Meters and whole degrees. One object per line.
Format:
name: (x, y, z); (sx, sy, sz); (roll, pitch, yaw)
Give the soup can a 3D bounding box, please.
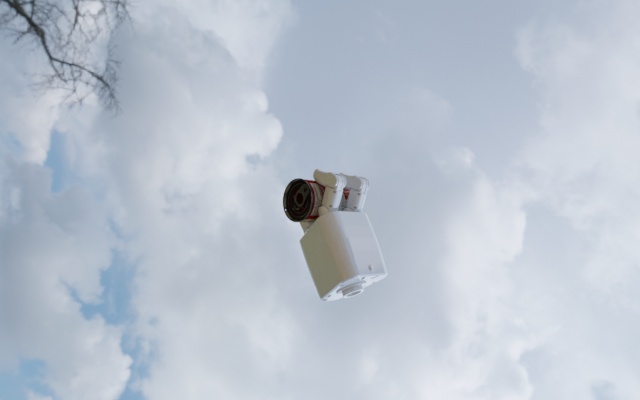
soup can: (0.000, 0.002, 0.764); (0.102, 0.068, 0.068); (5, -3, -44)
